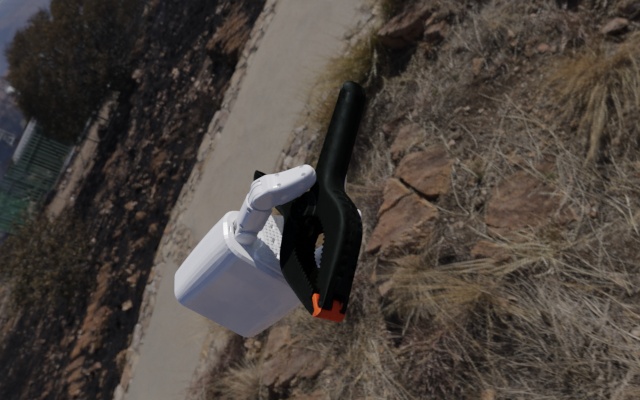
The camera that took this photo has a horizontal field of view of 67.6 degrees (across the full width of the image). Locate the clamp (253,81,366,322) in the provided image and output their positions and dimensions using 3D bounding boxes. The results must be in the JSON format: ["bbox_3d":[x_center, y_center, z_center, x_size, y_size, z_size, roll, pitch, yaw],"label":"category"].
[{"bbox_3d":[-0.001,0.002,0.426,0.036,0.209,0.165,20,-51,-34],"label":"clamp"}]
